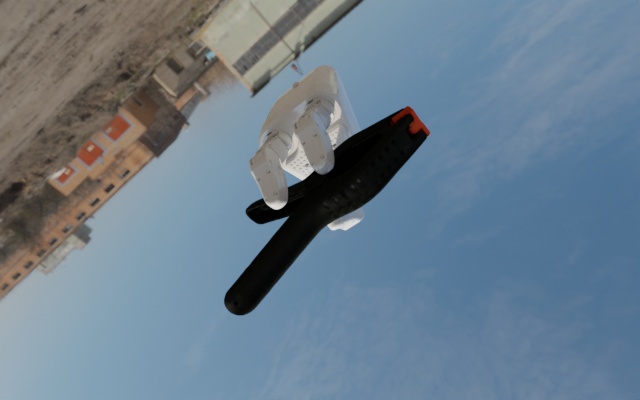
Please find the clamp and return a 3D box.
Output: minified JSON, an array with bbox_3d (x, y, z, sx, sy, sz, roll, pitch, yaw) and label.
[{"bbox_3d":[0.001,0.001,0.407,0.210,0.036,0.164,-35,24,22],"label":"clamp"}]
